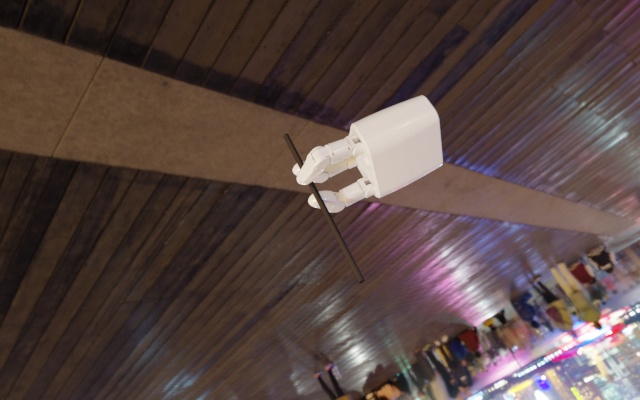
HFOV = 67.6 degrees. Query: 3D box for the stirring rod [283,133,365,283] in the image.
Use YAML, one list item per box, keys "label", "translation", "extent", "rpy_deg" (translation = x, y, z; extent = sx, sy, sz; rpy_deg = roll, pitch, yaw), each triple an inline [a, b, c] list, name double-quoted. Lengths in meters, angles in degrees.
- label: "stirring rod"
  translation: [0.000, 0.002, 0.623]
  extent: [0.011, 0.239, 0.011]
  rpy_deg: [-21, -28, -12]
